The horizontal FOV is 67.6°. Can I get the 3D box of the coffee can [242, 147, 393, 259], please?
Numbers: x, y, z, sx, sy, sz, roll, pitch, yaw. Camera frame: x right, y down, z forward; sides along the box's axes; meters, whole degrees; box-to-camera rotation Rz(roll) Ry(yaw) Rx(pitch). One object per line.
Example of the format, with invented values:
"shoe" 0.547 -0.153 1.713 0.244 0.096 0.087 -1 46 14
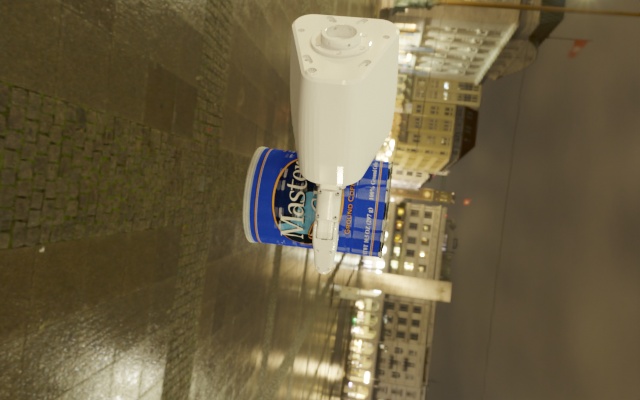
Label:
"coffee can" 0.000 0.002 0.503 0.140 0.103 0.103 7 1 6
